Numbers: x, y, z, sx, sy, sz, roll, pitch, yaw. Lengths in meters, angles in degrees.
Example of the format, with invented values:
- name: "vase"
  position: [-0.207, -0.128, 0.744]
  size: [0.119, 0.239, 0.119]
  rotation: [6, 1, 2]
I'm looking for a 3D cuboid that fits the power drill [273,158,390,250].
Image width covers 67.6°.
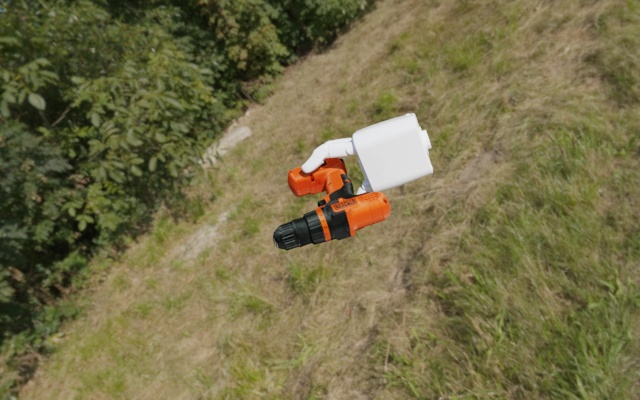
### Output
- name: "power drill"
  position: [0.000, 0.002, 0.784]
  size: [0.184, 0.057, 0.187]
  rotation: [-16, 32, -7]
